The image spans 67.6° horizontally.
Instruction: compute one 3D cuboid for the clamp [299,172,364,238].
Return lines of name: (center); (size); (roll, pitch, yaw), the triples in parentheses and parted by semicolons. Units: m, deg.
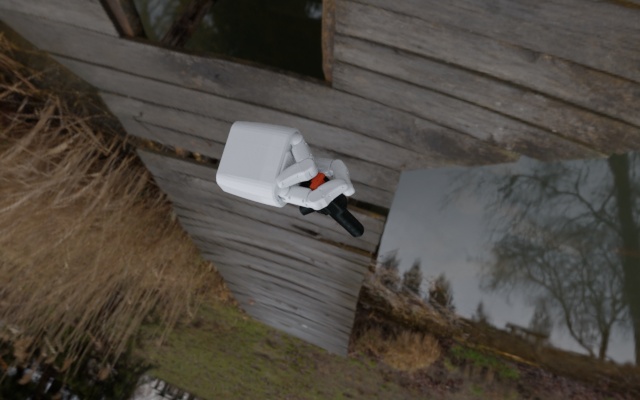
clamp: (0.000, 0.003, 0.761); (0.120, 0.039, 0.172); (13, -24, 24)
